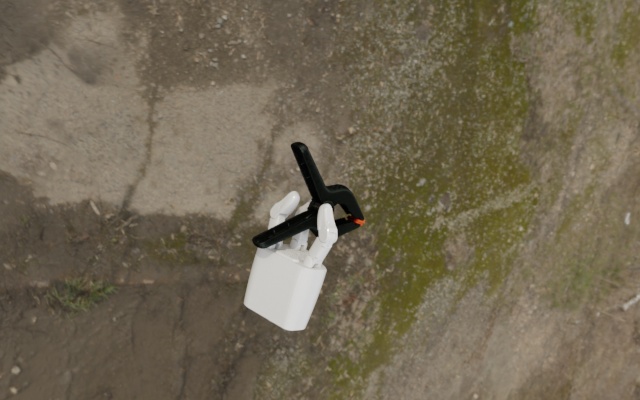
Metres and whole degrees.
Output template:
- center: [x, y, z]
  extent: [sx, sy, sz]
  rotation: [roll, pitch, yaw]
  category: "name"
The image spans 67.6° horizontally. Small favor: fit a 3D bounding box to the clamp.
- center: [0.001, 0.003, 0.751]
  extent: [0.210, 0.164, 0.036]
  rotation: [9, 13, -45]
  category: "clamp"
